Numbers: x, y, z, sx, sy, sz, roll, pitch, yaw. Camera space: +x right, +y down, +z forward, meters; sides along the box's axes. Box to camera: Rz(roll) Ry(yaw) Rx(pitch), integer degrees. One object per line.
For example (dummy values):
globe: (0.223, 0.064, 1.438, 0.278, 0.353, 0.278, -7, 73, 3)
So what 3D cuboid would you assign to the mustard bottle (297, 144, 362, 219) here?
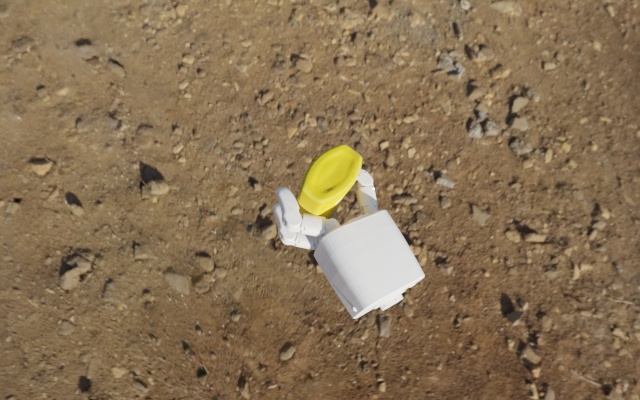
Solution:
mustard bottle: (0.000, 0.002, 0.682, 0.058, 0.096, 0.192, 36, -25, 7)
